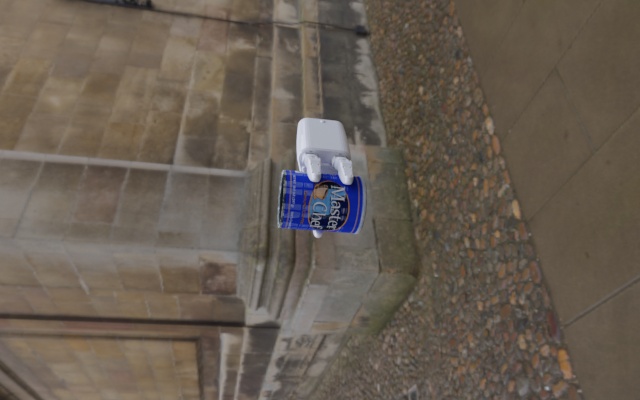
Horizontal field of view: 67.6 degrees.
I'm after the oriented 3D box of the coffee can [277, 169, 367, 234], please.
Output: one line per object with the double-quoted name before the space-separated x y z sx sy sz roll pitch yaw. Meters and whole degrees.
"coffee can" 0.000 0.003 0.831 0.140 0.103 0.103 5 -1 -9
